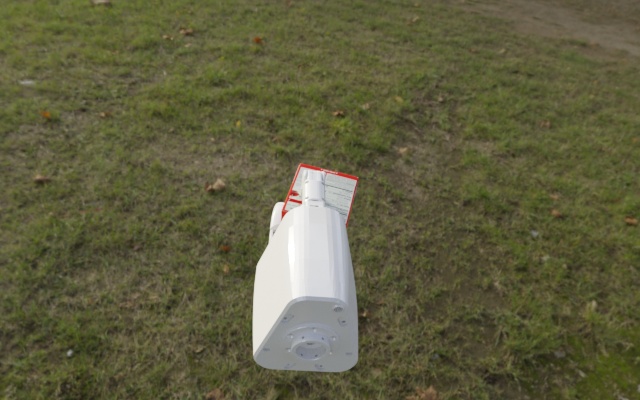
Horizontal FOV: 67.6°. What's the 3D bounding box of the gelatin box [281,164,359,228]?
[{"bbox_3d":[0.000,0.001,0.547,0.073,0.030,0.089,13,43,4],"label":"gelatin box"}]
